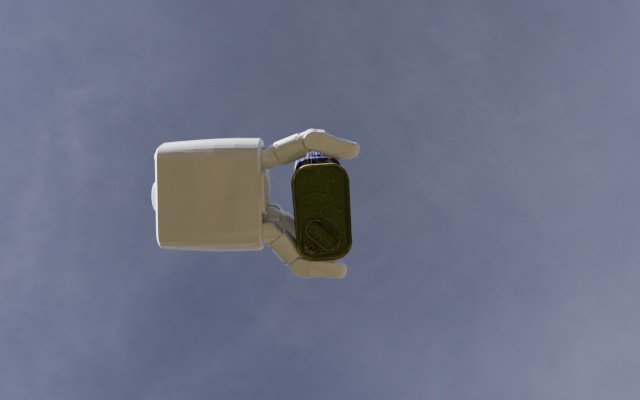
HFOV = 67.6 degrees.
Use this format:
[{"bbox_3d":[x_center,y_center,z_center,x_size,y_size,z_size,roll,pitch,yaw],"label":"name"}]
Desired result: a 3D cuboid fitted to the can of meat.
[{"bbox_3d":[0.000,0.001,0.515,0.057,0.102,0.084,-4,17,-1],"label":"can of meat"}]
